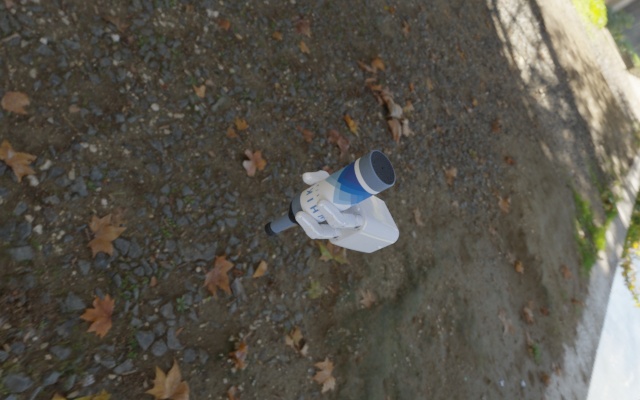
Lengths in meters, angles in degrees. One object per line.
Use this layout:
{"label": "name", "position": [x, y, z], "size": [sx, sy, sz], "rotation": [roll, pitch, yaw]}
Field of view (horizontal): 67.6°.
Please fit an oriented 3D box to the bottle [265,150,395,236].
{"label": "bottle", "position": [0.000, 0.003, 0.876], "size": [0.296, 0.069, 0.069], "rotation": [-29, -18, 37]}
